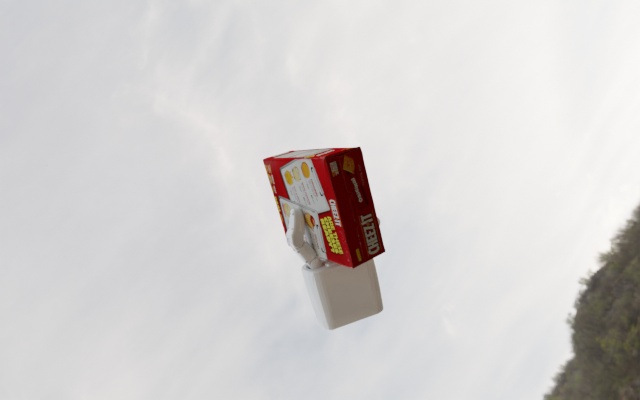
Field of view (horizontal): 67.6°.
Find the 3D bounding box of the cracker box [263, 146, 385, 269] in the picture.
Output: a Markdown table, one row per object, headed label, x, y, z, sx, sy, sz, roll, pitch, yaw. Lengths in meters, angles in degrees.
| label | x | y | z | sx | sy | sz | roll | pitch | yaw |
| --- | --- | --- | --- | --- | --- | --- | --- | --- | --- |
| cracker box | 0.000 | 0.003 | 0.752 | 0.072 | 0.164 | 0.213 | -22 | 14 | -27 |
